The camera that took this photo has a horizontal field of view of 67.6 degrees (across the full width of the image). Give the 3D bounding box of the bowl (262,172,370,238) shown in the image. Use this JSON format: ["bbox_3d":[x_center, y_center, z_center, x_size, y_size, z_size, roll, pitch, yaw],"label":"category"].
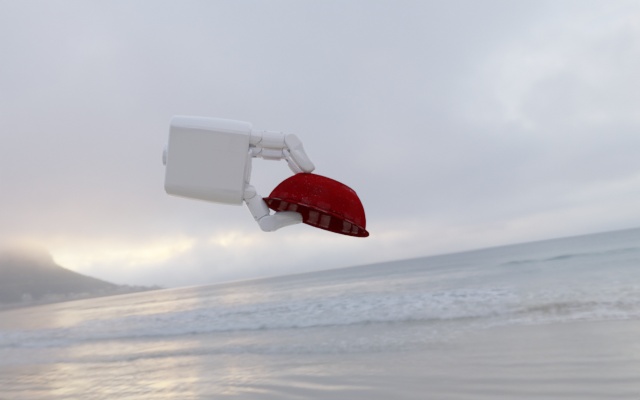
[{"bbox_3d":[0.001,0.002,0.681,0.162,0.055,0.162,18,-11,4],"label":"bowl"}]
